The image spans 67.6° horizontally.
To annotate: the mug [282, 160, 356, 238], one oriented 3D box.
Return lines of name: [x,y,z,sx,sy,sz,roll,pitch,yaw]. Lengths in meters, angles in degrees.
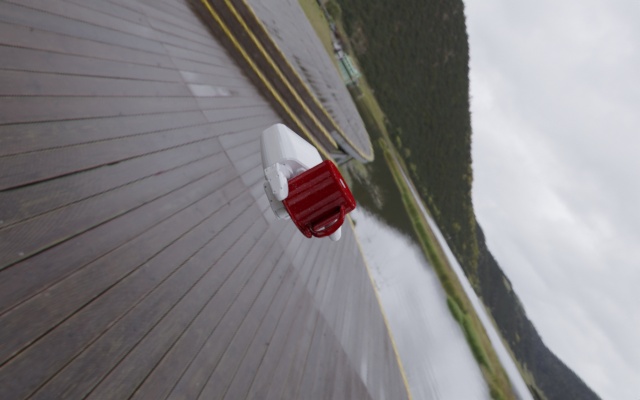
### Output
mug: [0.001,0.003,0.669,0.081,0.117,0.093,-29,-48,9]
